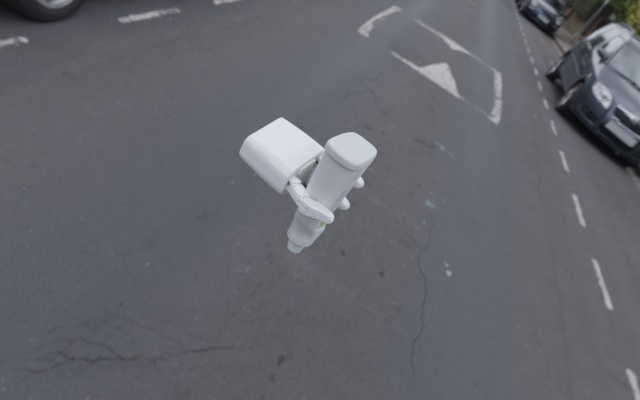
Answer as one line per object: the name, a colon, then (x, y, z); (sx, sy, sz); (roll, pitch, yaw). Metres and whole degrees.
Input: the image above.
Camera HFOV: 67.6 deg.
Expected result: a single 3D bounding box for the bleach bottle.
bleach bottle: (0.000, 0.003, 0.828); (0.068, 0.251, 0.102); (40, 34, 13)
